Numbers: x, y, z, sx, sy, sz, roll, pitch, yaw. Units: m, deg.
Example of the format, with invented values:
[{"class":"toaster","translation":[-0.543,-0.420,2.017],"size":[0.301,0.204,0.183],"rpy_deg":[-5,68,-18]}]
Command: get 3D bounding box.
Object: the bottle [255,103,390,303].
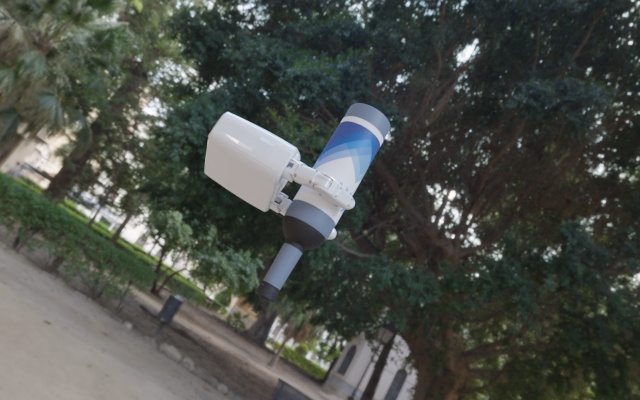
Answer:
[{"class":"bottle","translation":[0.000,0.002,0.648],"size":[0.069,0.295,0.069],"rpy_deg":[28,-17,10]}]
